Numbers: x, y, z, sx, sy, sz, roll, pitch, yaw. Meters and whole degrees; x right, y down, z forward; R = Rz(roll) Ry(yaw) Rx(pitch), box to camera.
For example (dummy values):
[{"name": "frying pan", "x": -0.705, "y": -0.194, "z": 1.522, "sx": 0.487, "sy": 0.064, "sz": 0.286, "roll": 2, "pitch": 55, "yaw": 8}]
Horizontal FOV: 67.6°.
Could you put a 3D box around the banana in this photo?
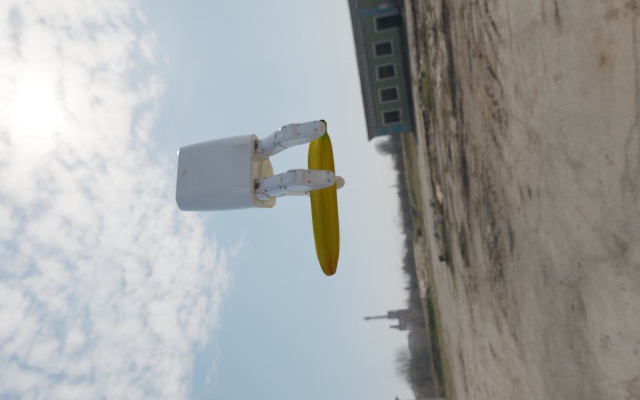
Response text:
[{"name": "banana", "x": 0.003, "y": -0.003, "z": 0.626, "sx": 0.037, "sy": 0.198, "sz": 0.069, "roll": -4, "pitch": 6, "yaw": 9}]
